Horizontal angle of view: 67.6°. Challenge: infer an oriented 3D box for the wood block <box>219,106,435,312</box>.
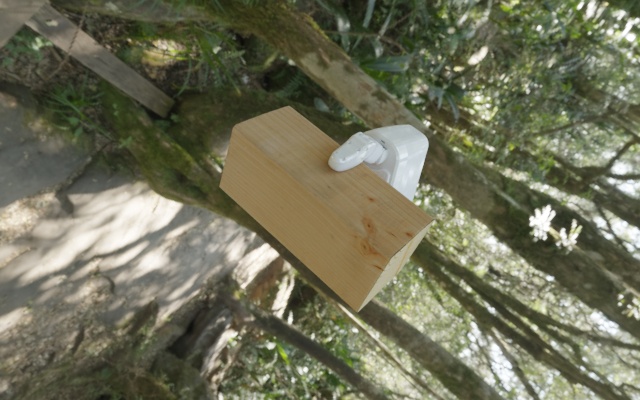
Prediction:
[{"bbox_3d":[0.001,0.001,0.504,0.206,0.091,0.090,40,43,18],"label":"wood block"}]
